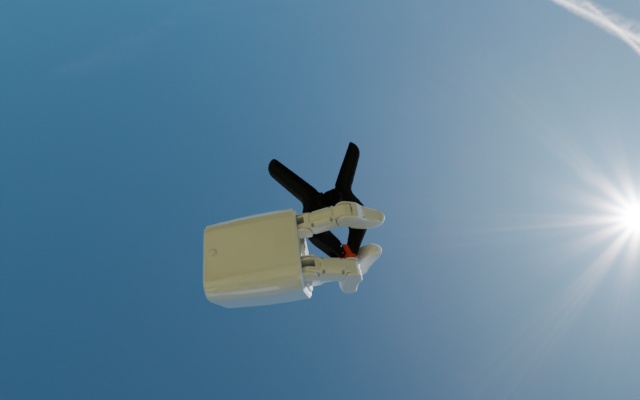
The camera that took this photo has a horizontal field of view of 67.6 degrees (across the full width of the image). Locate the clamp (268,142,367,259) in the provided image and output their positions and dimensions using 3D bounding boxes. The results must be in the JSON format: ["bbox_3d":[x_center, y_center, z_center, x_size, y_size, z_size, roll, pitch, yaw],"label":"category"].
[{"bbox_3d":[0.000,0.002,0.585,0.120,0.171,0.039,-9,-35,1],"label":"clamp"}]
